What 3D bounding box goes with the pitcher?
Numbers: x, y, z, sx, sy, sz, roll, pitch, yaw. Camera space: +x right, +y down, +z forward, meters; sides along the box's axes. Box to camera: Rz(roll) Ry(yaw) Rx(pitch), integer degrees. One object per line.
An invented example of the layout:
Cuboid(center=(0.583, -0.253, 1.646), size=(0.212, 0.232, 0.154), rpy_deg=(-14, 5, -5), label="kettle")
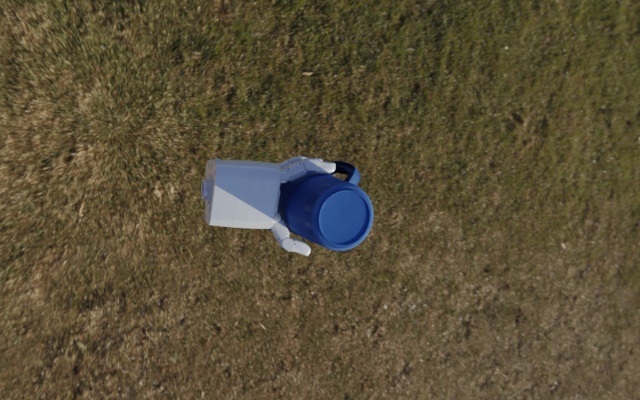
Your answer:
Cuboid(center=(0.000, 0.003, 0.842), size=(0.145, 0.149, 0.243), rpy_deg=(4, 6, -23), label="pitcher")
